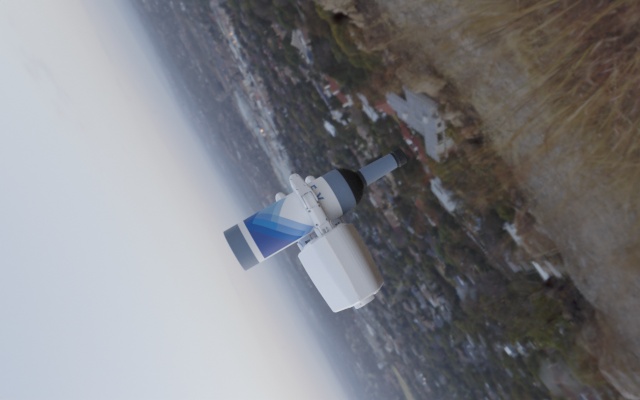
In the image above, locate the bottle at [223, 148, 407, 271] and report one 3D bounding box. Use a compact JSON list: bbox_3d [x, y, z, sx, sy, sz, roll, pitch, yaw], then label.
[{"bbox_3d":[0.000,0.002,0.719,0.295,0.069,0.069,-30,4,-8],"label":"bottle"}]
